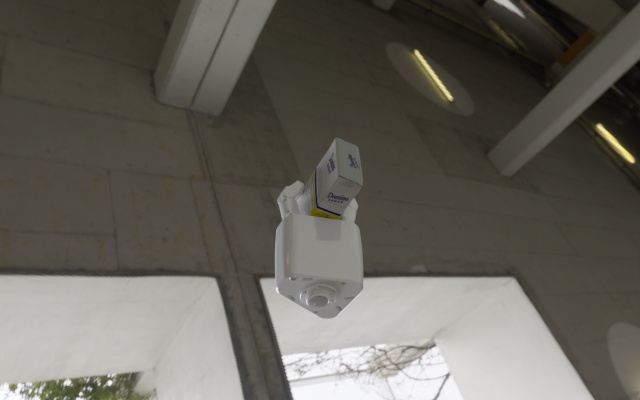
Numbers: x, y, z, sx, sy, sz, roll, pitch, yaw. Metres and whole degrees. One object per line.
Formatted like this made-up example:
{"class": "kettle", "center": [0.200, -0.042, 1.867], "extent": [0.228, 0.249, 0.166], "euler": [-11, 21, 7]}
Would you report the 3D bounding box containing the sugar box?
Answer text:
{"class": "sugar box", "center": [0.001, 0.003, 0.713], "extent": [0.048, 0.093, 0.176], "euler": [22, -52, -20]}
